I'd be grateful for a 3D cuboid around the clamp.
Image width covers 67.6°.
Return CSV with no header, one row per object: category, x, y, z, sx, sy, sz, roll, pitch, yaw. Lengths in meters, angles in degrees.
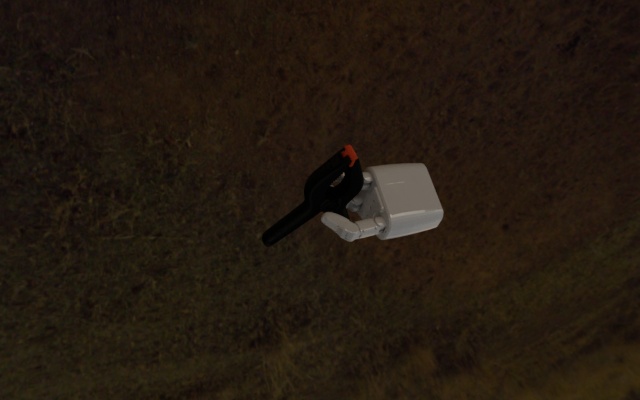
clamp,0.001,0.003,0.730,0.164,0.036,0.210,-9,-37,-24
